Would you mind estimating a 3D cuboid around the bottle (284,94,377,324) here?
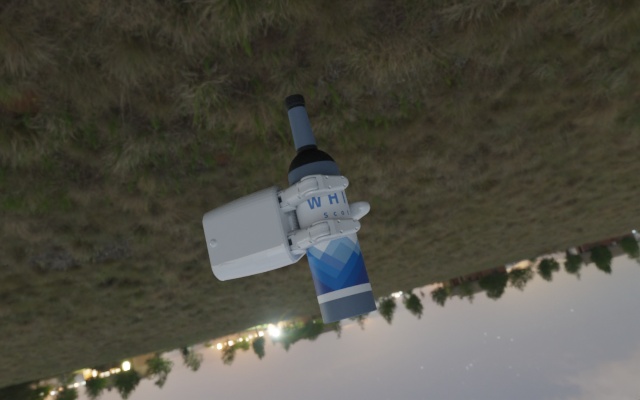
[{"bbox_3d":[0.000,0.002,0.609,0.069,0.295,0.069,-14,-13,-3],"label":"bottle"}]
